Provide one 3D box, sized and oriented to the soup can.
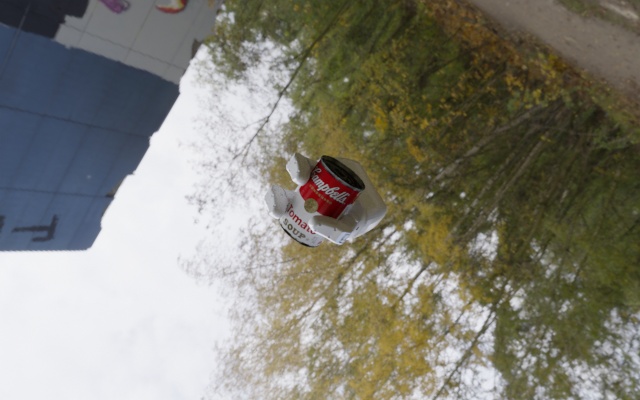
[{"bbox_3d":[0.000,0.002,0.614,0.068,0.102,0.068,33,20,-14],"label":"soup can"}]
